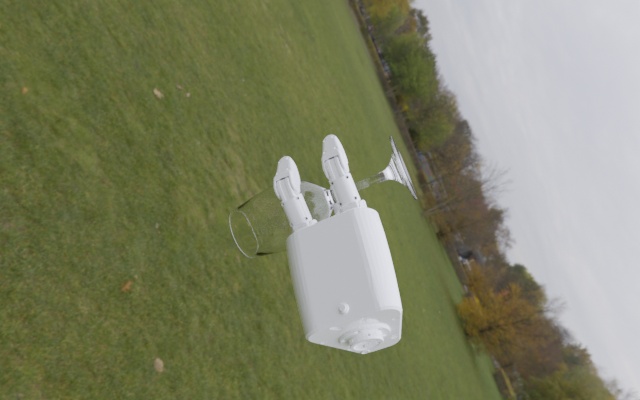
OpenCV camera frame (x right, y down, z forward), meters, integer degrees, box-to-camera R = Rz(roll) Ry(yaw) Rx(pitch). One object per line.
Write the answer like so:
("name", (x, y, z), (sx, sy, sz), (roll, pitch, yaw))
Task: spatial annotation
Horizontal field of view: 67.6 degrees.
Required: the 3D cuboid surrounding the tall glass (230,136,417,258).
("tall glass", (0.001, 0.001, 0.534), (0.201, 0.079, 0.079), (-22, -5, 13))
